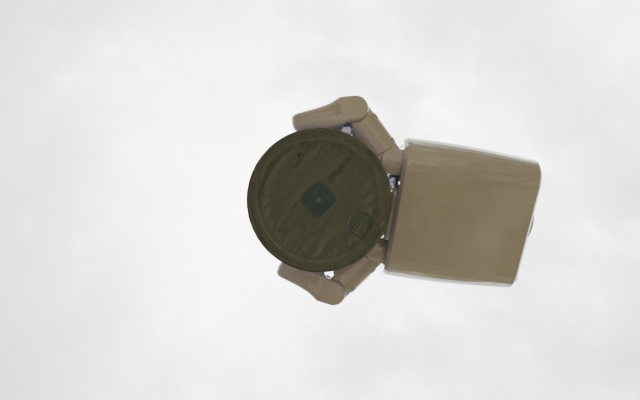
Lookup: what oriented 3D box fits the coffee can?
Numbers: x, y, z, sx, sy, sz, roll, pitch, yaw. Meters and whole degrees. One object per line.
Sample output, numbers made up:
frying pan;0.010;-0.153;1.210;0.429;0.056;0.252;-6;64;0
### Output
coffee can;0.000;0.001;0.404;0.103;0.103;0.140;0;-1;1
